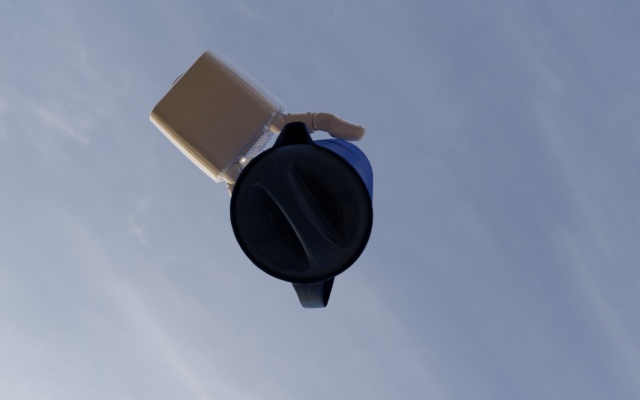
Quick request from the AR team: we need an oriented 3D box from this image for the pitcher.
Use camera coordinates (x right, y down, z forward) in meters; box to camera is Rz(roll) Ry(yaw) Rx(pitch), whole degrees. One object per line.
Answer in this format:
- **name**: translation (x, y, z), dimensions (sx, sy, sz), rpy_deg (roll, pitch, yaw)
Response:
- **pitcher**: translation (0.000, 0.002, 0.545), dimensions (0.145, 0.149, 0.242), rpy_deg (39, 15, 1)
